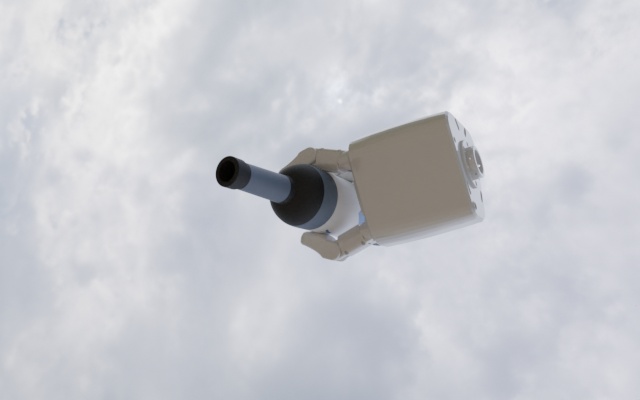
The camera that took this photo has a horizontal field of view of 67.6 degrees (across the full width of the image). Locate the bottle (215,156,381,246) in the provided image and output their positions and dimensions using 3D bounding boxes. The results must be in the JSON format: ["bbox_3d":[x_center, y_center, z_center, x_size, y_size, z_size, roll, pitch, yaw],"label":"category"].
[{"bbox_3d":[0.000,0.002,0.525,0.069,0.069,0.296,0,-10,33],"label":"bottle"}]
